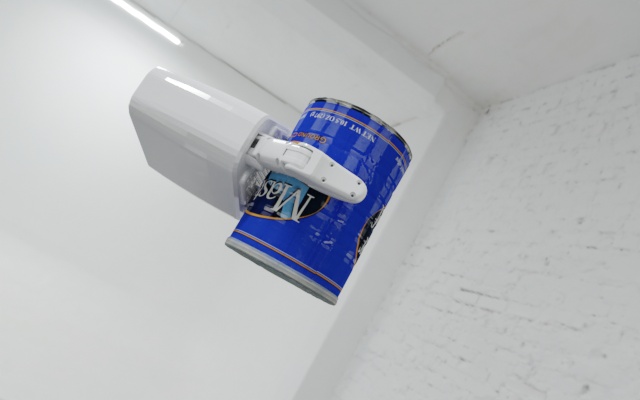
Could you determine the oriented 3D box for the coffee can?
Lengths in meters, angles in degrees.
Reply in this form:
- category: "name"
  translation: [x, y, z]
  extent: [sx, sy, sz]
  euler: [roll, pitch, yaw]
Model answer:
- category: "coffee can"
  translation: [0.000, 0.002, 0.401]
  extent: [0.103, 0.140, 0.103]
  euler: [28, -12, 6]
